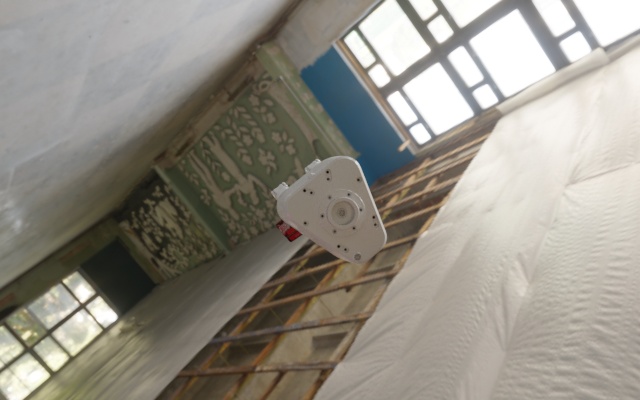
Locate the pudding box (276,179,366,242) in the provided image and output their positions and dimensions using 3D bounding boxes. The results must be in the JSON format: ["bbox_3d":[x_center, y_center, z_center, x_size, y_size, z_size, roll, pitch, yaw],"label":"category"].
[{"bbox_3d":[0.000,0.002,0.661,0.113,0.039,0.090,-40,3,-34],"label":"pudding box"}]
